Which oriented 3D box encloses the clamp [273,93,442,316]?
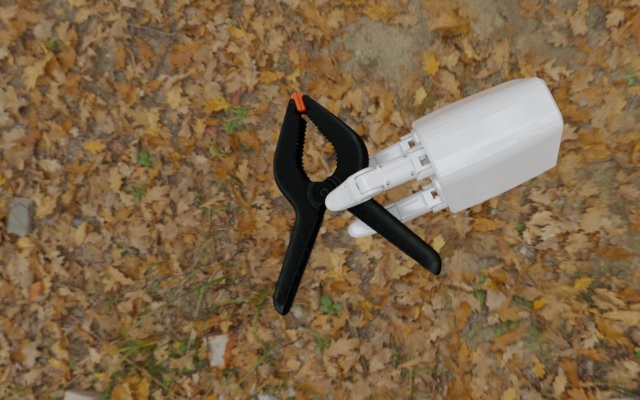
[{"bbox_3d":[0.000,0.001,0.459,0.164,0.210,0.036,-24,-8,11],"label":"clamp"}]
